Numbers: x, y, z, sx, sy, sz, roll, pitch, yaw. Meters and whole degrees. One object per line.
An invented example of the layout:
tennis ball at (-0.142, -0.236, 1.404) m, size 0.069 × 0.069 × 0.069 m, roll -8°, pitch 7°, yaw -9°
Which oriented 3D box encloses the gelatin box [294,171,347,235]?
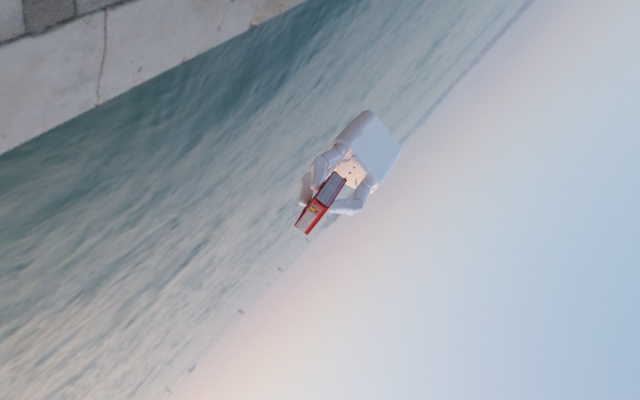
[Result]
gelatin box at (0.000, 0.003, 0.765) m, size 0.030 × 0.073 × 0.089 m, roll 36°, pitch 41°, yaw -2°
